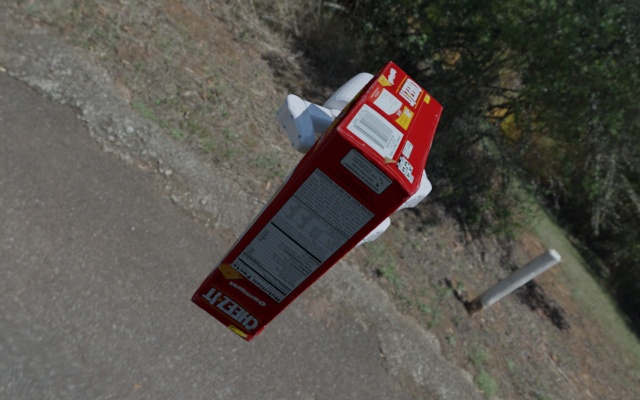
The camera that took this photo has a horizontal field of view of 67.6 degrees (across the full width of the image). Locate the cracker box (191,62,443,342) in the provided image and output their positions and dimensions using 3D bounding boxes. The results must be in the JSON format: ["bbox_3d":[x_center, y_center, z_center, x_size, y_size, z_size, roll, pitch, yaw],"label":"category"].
[{"bbox_3d":[0.000,0.001,0.406,0.214,0.072,0.164,-47,6,35],"label":"cracker box"}]
